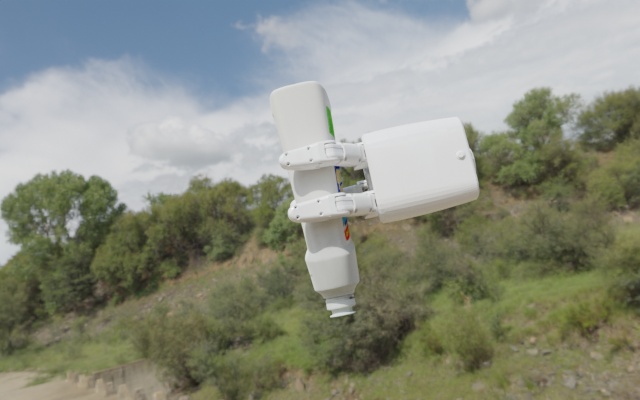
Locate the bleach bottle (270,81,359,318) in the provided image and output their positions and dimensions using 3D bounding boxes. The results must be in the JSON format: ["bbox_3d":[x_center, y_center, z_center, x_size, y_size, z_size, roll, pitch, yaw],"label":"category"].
[{"bbox_3d":[0.000,0.002,0.536,0.068,0.250,0.102,-12,-10,5],"label":"bleach bottle"}]
